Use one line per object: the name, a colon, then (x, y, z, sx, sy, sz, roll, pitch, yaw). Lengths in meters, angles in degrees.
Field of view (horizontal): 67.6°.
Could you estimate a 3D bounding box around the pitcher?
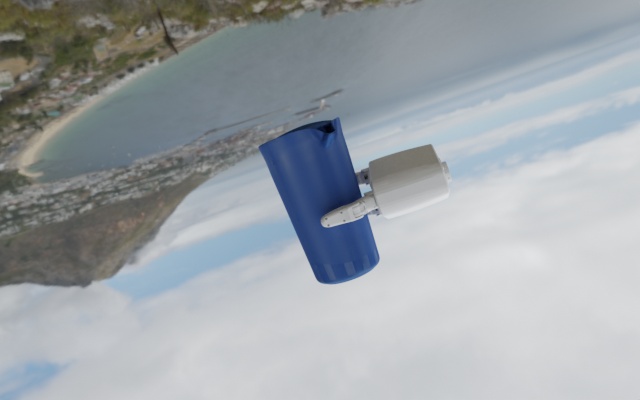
pitcher: (0.000, 0.002, 0.756, 0.145, 0.243, 0.149, -18, 6, 12)
